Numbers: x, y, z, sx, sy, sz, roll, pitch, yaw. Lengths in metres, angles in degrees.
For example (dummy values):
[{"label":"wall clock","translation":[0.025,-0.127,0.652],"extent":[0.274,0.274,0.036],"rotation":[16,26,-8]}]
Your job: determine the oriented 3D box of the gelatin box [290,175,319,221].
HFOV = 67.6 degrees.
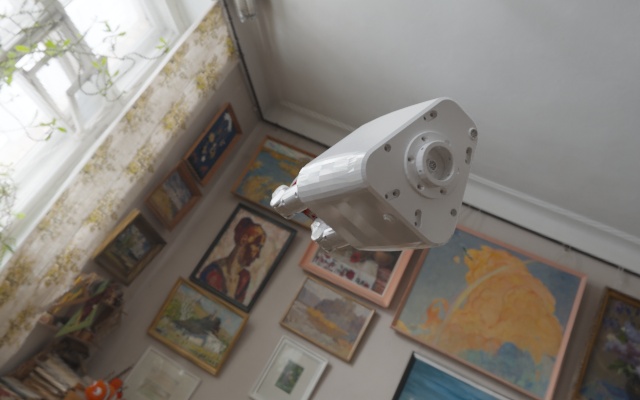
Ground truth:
[{"label":"gelatin box","translation":[0.000,0.001,0.519],"extent":[0.073,0.030,0.089],"rotation":[36,-15,-5]}]
